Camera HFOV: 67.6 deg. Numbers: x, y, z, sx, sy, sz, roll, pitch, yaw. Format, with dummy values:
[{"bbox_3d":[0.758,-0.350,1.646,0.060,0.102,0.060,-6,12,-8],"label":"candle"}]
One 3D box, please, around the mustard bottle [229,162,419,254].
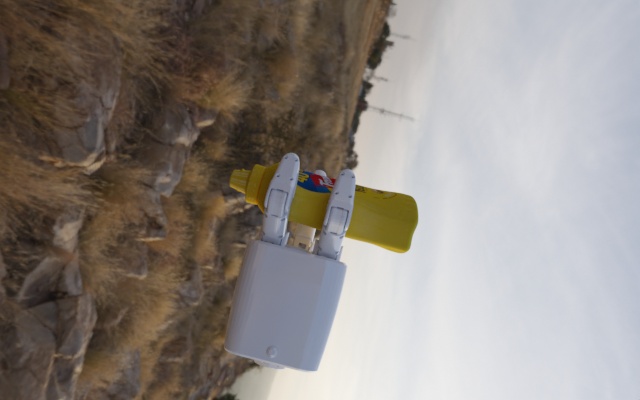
[{"bbox_3d":[0.000,0.001,0.496,0.191,0.058,0.096,14,15,0],"label":"mustard bottle"}]
